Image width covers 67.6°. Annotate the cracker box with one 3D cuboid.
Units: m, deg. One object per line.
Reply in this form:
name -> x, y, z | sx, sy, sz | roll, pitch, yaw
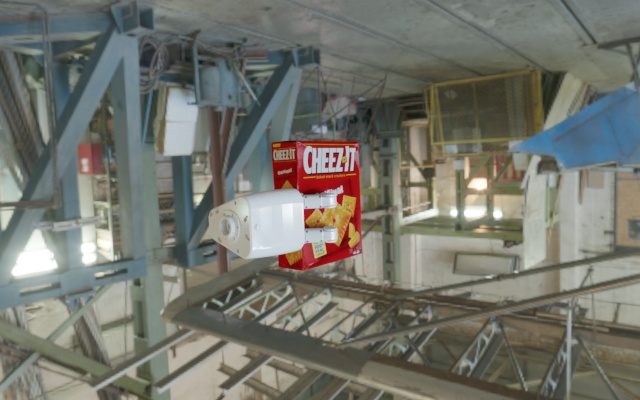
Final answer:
cracker box -> 0.000, 0.003, 0.842 | 0.072, 0.214, 0.164 | 2, 6, 42
